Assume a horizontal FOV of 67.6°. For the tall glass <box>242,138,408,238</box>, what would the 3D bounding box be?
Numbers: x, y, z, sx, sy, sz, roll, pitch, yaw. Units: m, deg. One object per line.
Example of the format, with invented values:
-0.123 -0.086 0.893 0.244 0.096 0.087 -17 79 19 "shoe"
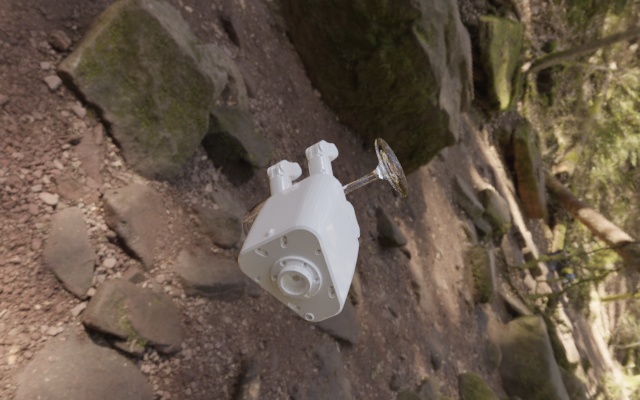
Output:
0.001 0.002 0.583 0.201 0.079 0.079 -26 -11 23 "tall glass"
